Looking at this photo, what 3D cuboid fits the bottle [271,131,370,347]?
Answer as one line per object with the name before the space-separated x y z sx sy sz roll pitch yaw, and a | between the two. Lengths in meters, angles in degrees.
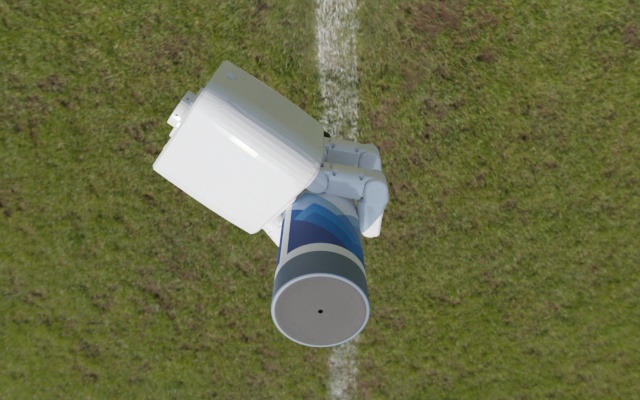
bottle | 0.000 0.002 0.446 0.069 0.069 0.295 0 30 0
